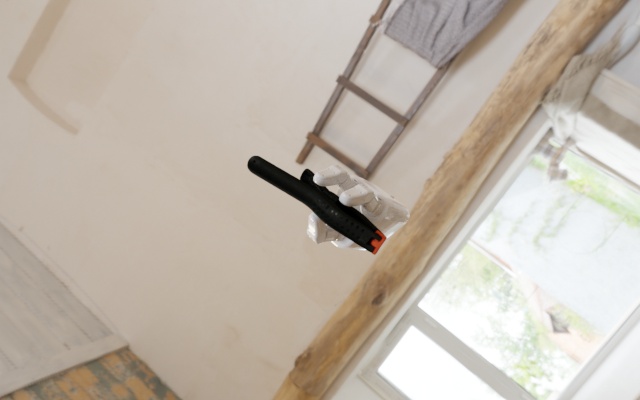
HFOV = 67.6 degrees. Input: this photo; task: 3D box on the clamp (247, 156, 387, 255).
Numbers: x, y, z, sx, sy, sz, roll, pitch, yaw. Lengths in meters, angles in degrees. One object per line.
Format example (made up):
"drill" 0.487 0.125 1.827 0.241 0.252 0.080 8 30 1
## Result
"clamp" 0.000 0.003 0.677 0.210 0.036 0.164 40 15 30
